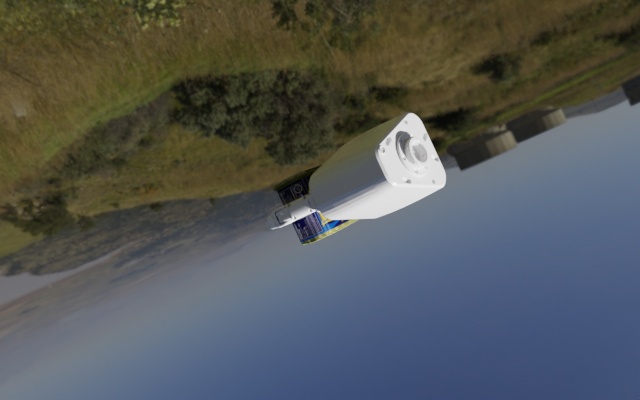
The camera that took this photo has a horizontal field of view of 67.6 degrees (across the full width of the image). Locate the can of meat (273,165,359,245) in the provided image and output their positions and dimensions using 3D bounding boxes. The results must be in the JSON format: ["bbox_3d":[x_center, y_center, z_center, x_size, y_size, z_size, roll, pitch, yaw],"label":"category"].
[{"bbox_3d":[0.000,0.002,0.616,0.057,0.084,0.102,-26,-2,41],"label":"can of meat"}]
